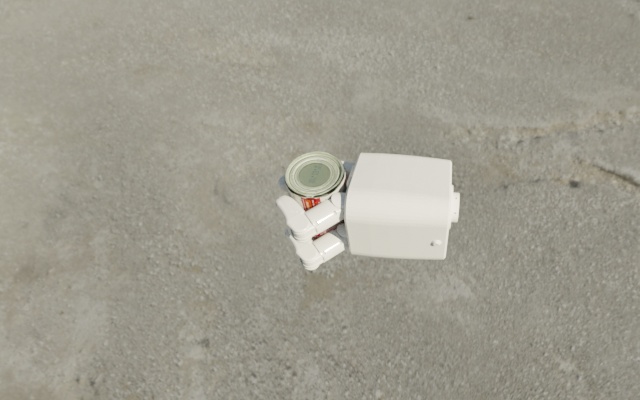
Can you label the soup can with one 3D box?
[{"bbox_3d":[0.000,0.001,0.551,0.068,0.068,0.102,0,-39,10],"label":"soup can"}]
